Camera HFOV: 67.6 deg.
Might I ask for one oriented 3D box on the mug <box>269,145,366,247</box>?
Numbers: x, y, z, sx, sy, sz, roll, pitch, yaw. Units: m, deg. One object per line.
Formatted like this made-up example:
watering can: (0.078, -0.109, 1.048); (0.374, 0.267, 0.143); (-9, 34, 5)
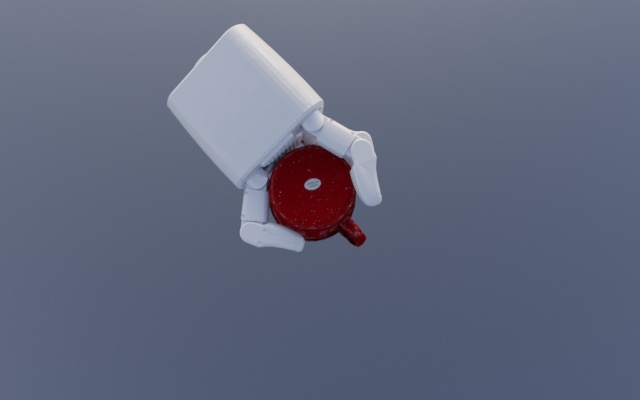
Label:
mug: (0.001, 0.003, 0.471); (0.093, 0.117, 0.081); (-42, -4, -5)
